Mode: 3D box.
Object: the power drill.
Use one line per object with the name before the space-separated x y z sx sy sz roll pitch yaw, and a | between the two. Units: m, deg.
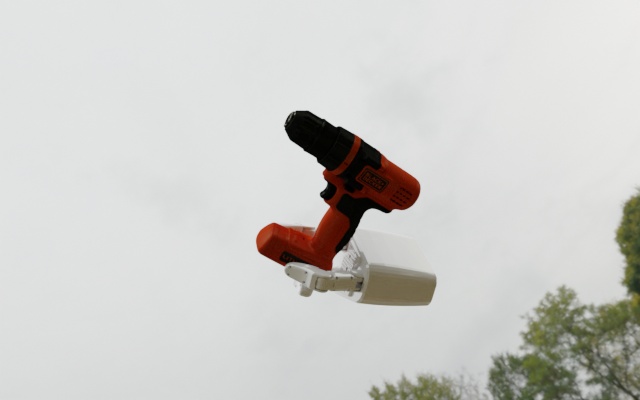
power drill | 0.000 0.002 0.581 0.184 0.188 0.057 31 26 -17
